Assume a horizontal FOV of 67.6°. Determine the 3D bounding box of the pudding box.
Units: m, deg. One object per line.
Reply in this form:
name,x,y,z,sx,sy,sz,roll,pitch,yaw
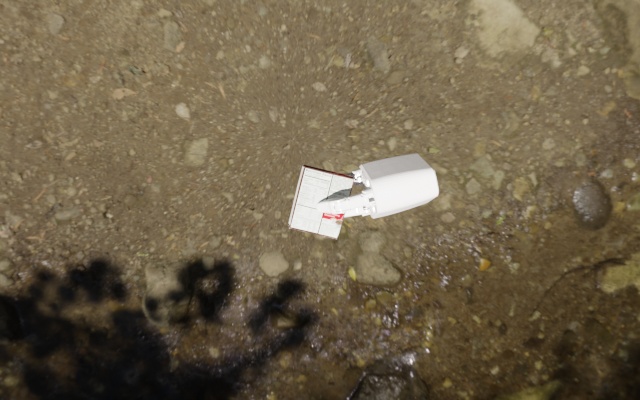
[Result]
pudding box,0.000,0.003,0.821,0.090,0.113,0.039,14,6,-7
